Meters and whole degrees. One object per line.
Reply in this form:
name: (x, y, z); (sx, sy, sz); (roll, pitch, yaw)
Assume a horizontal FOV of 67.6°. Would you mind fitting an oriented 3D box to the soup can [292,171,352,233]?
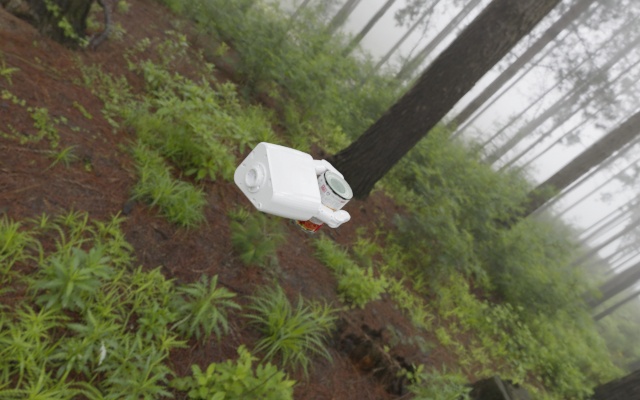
soup can: (0.001, 0.003, 0.870); (0.102, 0.068, 0.068); (-44, -23, 27)
